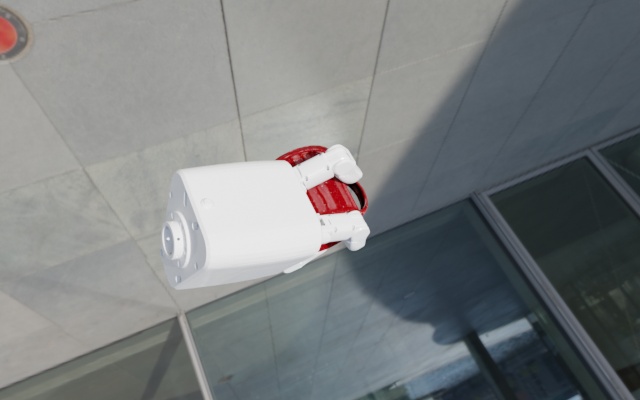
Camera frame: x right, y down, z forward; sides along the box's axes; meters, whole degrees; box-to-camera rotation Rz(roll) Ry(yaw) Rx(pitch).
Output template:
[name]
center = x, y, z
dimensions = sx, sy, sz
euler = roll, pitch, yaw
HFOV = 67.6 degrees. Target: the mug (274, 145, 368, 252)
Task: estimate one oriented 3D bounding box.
[mug]
center = 0.001, 0.002, 0.509
dimensions = 0.117, 0.081, 0.093
euler = -7, -33, -35
